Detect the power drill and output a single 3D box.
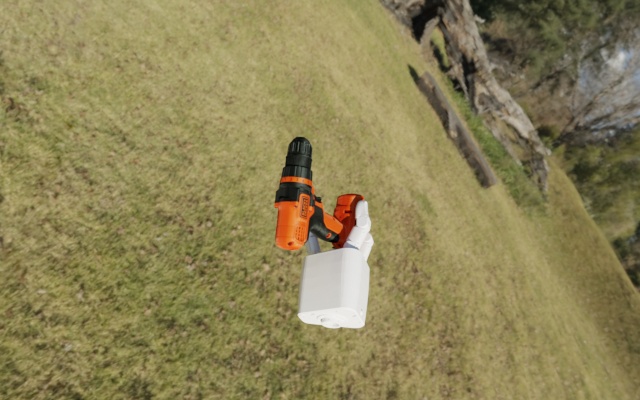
[{"bbox_3d":[0.000,0.003,0.812,0.057,0.184,0.188,-2,-15,40],"label":"power drill"}]
